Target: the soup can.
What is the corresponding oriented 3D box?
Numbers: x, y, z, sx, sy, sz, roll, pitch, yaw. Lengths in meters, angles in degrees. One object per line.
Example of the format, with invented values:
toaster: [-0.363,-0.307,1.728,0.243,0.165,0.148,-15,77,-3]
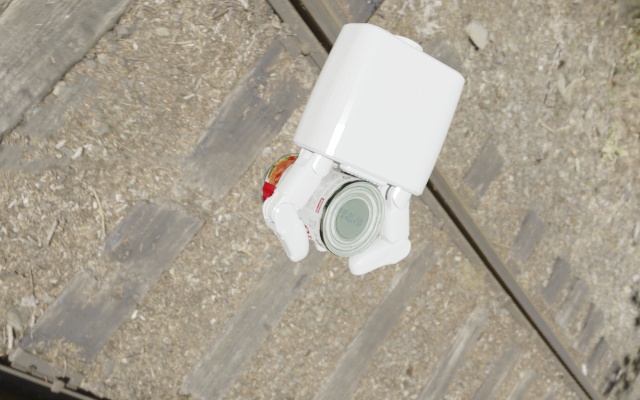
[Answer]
soup can: [0.000,0.002,0.425,0.068,0.068,0.102,0,17,-36]
